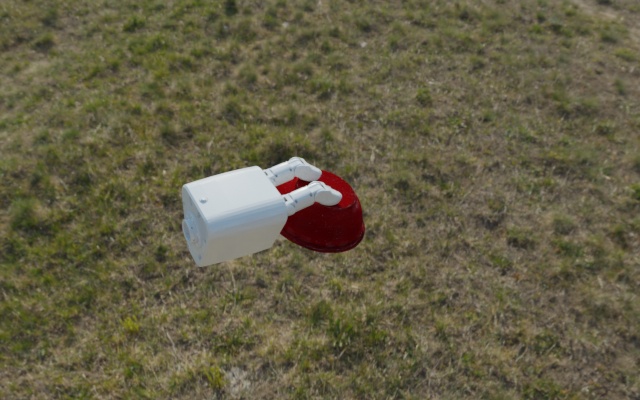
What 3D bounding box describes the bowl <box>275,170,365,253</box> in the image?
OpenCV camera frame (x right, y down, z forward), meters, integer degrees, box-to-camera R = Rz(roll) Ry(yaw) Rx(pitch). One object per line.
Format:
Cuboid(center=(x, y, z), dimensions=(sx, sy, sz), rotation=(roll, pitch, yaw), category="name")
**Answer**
Cuboid(center=(0.001, 0.002, 0.711), dimensions=(0.162, 0.055, 0.162), rotation=(15, 35, -11), category="bowl")
